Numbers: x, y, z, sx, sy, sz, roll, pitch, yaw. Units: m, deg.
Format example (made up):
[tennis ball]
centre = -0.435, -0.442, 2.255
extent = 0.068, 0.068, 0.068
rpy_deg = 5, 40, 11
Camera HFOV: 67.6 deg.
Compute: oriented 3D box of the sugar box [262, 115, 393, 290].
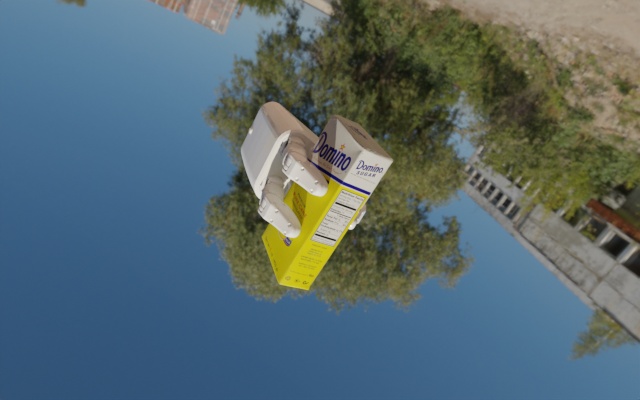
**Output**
[sugar box]
centre = 0.000, 0.002, 0.524
extent = 0.048, 0.176, 0.093
rpy_deg = 17, 23, -30
